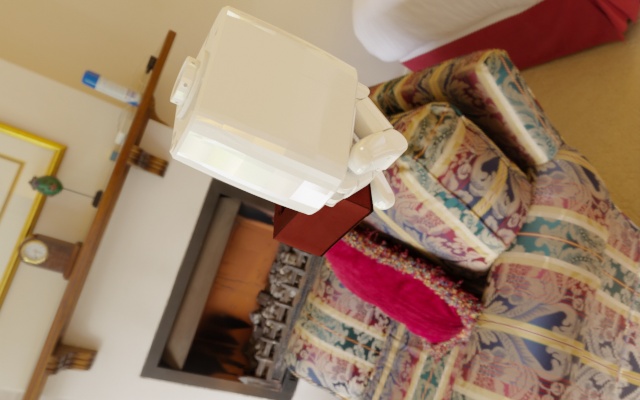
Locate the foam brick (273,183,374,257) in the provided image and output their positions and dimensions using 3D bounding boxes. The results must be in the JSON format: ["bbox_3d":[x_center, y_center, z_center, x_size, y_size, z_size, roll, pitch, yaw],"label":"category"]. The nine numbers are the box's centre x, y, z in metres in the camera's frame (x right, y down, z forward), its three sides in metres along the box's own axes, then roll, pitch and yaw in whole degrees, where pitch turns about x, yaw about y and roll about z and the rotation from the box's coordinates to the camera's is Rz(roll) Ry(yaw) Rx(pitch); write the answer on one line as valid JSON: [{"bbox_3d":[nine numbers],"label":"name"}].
[{"bbox_3d":[0.000,0.002,0.403,0.051,0.053,0.078,21,-46,-25],"label":"foam brick"}]
